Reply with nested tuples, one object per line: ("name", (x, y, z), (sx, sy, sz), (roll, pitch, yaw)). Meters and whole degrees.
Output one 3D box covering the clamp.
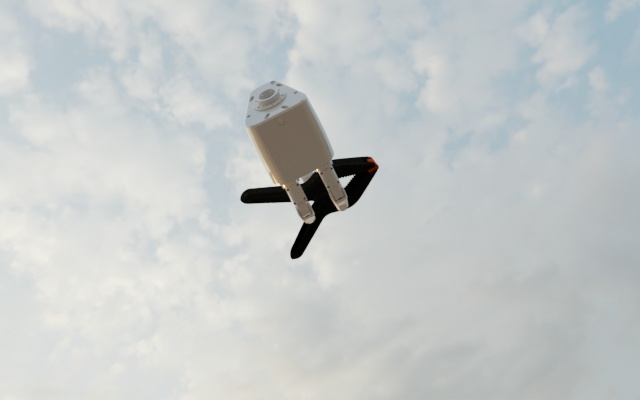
("clamp", (0.000, 0.002, 0.757), (0.210, 0.165, 0.036), (-27, 40, -1))
